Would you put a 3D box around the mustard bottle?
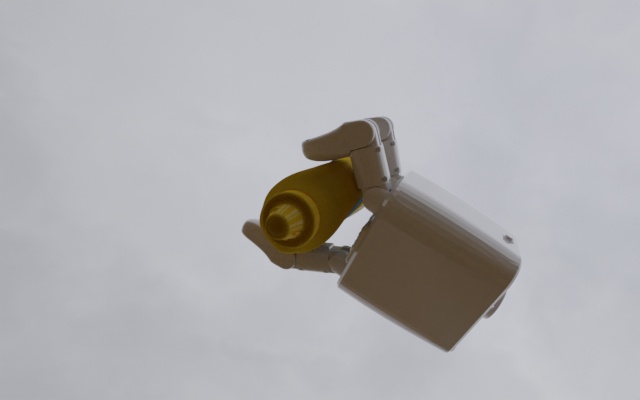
[{"bbox_3d":[0.000,0.001,0.407,0.096,0.058,0.191,-35,-1,21],"label":"mustard bottle"}]
